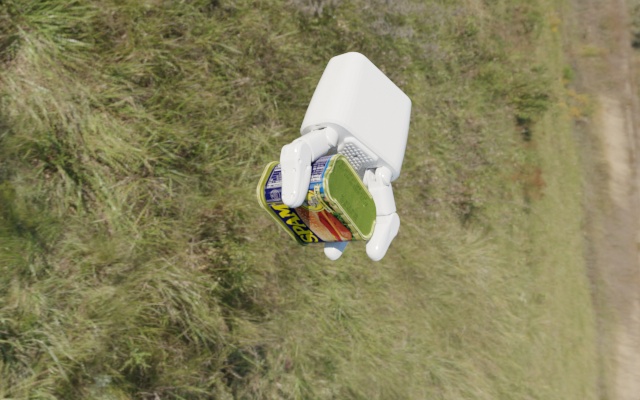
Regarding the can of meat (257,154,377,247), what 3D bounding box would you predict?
[{"bbox_3d":[0.000,0.002,0.489,0.084,0.057,0.102,-6,-41,34],"label":"can of meat"}]
